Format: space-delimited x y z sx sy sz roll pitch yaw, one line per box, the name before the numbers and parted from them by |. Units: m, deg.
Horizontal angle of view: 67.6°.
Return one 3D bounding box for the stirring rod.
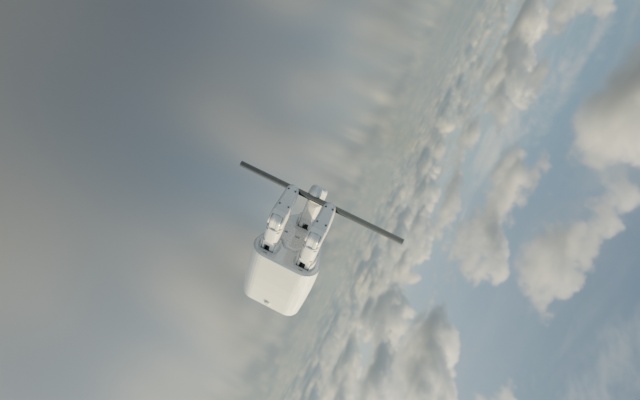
stirring rod | 0.000 0.002 0.636 0.239 0.011 0.011 26 2 5
